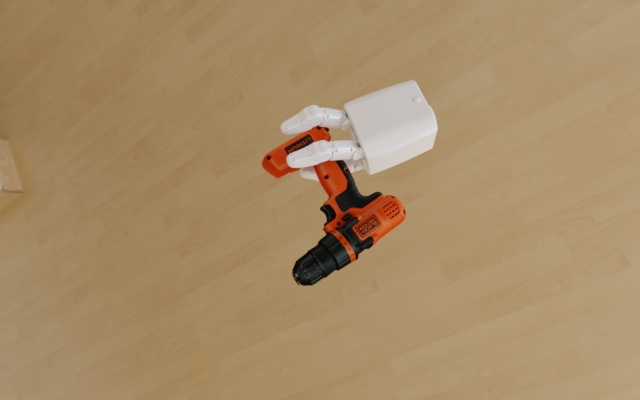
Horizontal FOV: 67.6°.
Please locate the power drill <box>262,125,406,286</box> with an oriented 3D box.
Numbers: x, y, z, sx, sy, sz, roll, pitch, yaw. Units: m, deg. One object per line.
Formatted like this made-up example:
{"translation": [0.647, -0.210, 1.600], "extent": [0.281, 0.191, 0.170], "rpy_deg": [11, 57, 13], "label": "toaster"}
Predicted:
{"translation": [0.000, 0.002, 0.665], "extent": [0.184, 0.187, 0.057], "rpy_deg": [-33, -8, -18], "label": "power drill"}
